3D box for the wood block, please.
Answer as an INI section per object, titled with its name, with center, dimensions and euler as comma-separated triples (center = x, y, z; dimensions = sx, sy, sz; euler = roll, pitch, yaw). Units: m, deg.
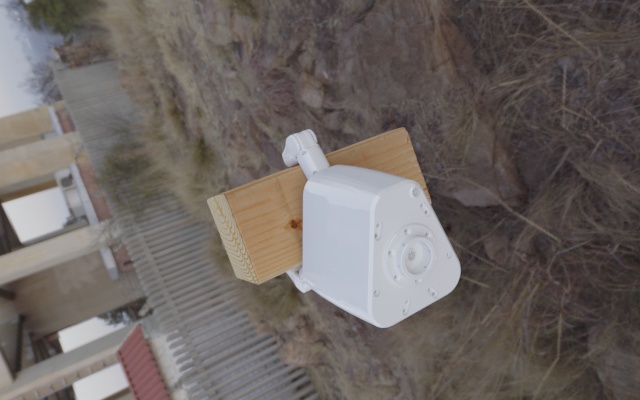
[wood block]
center = 0.000, 0.001, 0.505
dimensions = 0.206, 0.091, 0.090
euler = -22, 5, -23
